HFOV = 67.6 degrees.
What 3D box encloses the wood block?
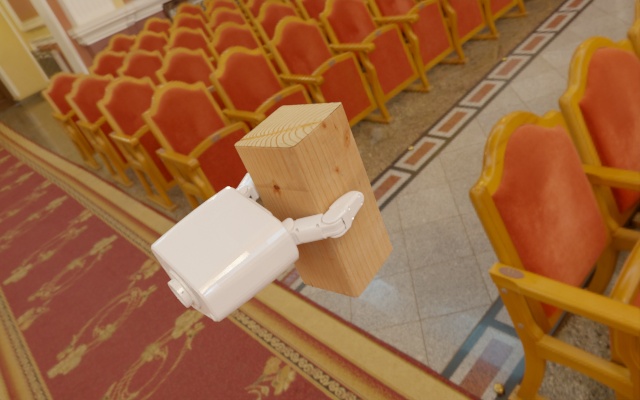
[{"bbox_3d":[0.000,0.002,0.551,0.091,0.206,0.090,7,42,40],"label":"wood block"}]
